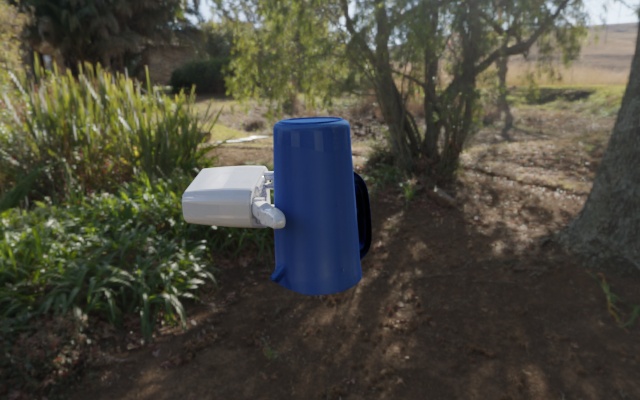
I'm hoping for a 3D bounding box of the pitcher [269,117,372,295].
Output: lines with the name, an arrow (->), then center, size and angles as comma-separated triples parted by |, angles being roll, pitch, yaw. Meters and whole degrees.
pitcher -> 0.000, 0.002, 0.703 | 0.145, 0.243, 0.149 | 0, 15, 8
